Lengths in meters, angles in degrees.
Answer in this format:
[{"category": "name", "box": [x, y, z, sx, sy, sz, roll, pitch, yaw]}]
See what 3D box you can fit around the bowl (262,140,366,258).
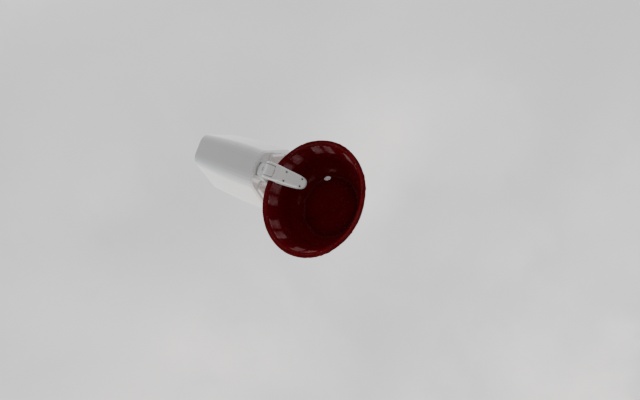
[{"category": "bowl", "box": [0.001, 0.003, 0.655, 0.162, 0.162, 0.055, 0, -14, 32]}]
